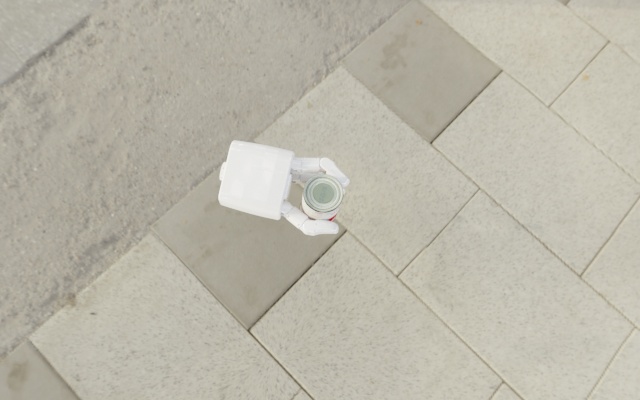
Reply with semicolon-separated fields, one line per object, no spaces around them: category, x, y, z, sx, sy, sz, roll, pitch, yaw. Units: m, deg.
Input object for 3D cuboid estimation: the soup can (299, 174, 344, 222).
soup can;0.001;0.003;0.811;0.068;0.068;0.102;0;-18;-5
